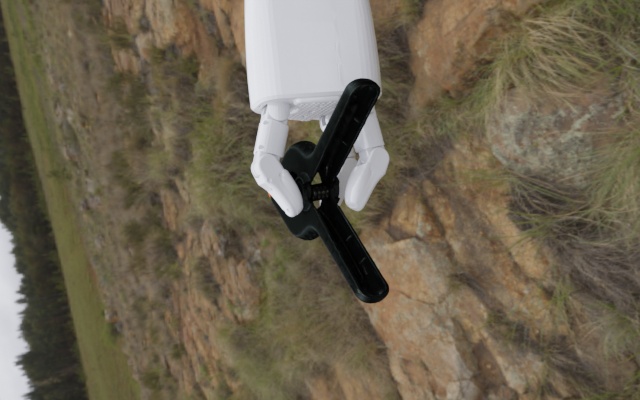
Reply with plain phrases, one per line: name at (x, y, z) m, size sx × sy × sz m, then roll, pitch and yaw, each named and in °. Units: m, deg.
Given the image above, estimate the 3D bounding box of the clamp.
clamp at (-0.001, 0.001, 0.427) m, size 0.036 × 0.164 × 0.210 m, roll -3°, pitch -4°, yaw -24°
